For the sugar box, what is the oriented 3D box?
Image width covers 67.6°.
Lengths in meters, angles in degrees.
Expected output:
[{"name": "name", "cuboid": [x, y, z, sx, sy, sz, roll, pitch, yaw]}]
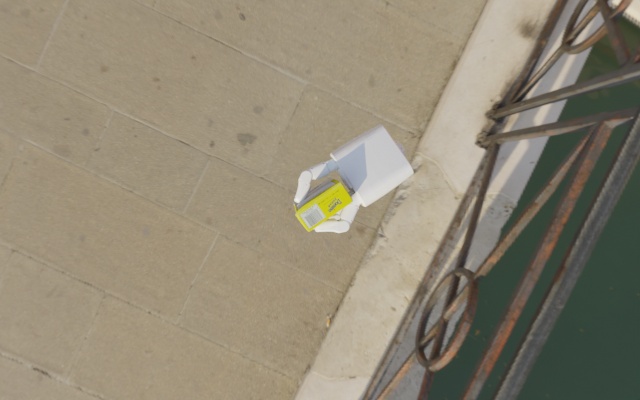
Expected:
[{"name": "sugar box", "cuboid": [0.001, 0.003, 0.866, 0.093, 0.048, 0.176, -34, 5, 0]}]
